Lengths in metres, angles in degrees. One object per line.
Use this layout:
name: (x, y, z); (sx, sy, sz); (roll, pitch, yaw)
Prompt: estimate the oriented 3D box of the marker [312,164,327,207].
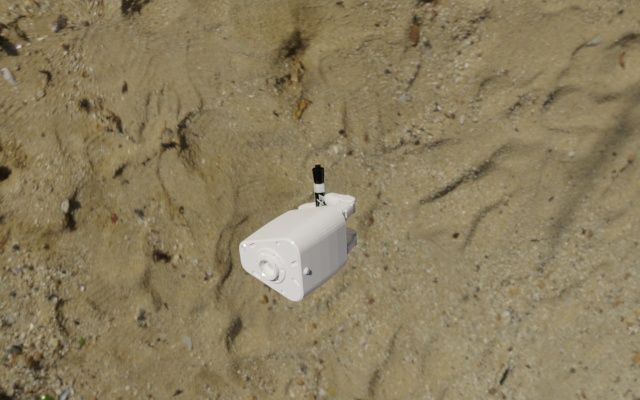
marker: (0.000, 0.002, 0.745); (0.020, 0.121, 0.020); (-4, 22, 2)
